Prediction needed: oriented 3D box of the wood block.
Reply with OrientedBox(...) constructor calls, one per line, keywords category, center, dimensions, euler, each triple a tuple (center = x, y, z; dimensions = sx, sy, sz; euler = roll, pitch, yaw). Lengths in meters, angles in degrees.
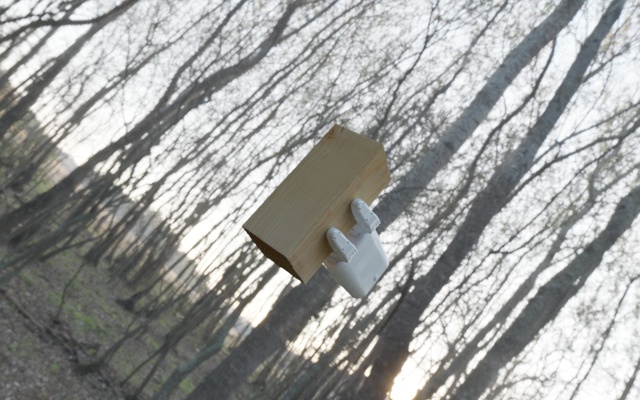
OrientedBox(category="wood block", center=(0.000, 0.002, 0.682), dimensions=(0.090, 0.206, 0.090), euler=(29, -21, 32))
